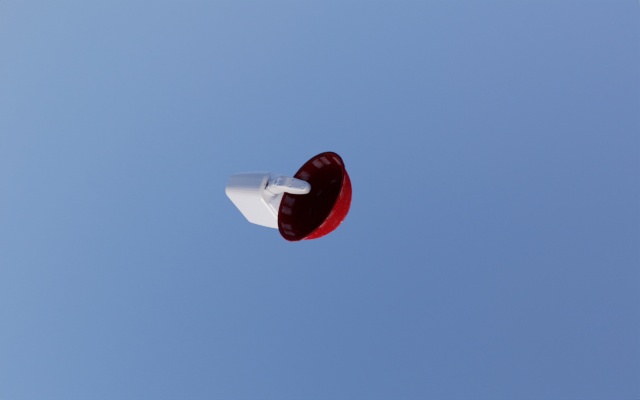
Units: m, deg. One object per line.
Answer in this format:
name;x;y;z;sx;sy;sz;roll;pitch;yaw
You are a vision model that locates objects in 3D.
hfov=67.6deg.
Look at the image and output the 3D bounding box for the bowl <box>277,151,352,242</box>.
bowl;0.001;0.003;0.780;0.055;0.162;0.162;31;-17;-32
